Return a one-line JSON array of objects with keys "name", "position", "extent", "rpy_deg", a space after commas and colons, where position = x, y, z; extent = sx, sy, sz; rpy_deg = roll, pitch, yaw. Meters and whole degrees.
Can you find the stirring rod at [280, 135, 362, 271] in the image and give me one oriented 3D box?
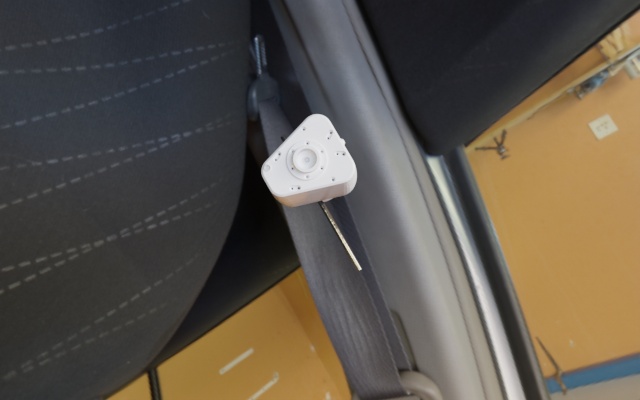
[{"name": "stirring rod", "position": [0.000, 0.002, 0.741], "extent": [0.011, 0.239, 0.011], "rpy_deg": [-30, -6, -3]}]
